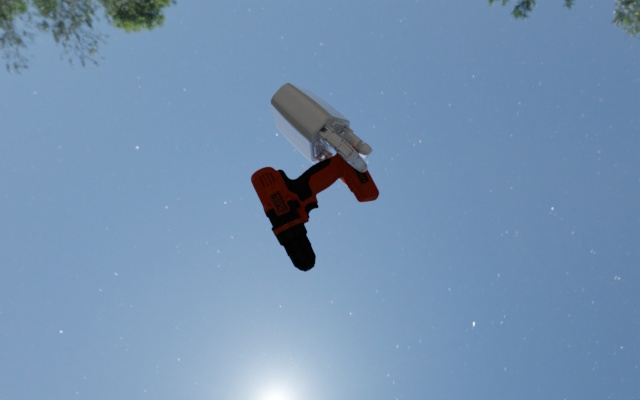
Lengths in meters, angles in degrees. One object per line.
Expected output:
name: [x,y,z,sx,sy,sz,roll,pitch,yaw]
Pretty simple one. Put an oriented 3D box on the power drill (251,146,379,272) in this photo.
power drill: [0.000,0.002,0.797,0.187,0.184,0.057,-25,-5,-16]
